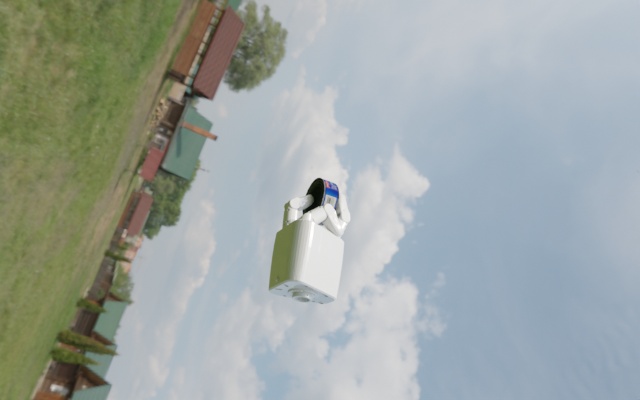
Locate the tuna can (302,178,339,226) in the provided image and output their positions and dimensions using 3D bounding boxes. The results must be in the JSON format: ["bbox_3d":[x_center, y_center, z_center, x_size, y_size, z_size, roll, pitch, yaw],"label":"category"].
[{"bbox_3d":[0.001,0.003,0.887,0.034,0.086,0.086,18,-7,-23],"label":"tuna can"}]
